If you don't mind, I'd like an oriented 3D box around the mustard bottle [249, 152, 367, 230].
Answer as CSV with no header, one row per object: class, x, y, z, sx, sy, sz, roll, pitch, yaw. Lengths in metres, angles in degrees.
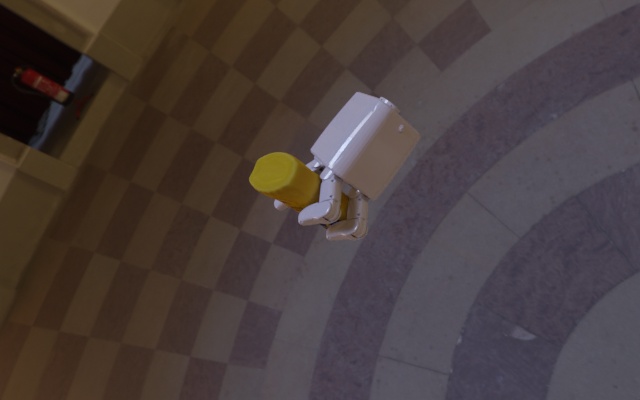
mustard bottle,0.000,0.002,0.660,0.192,0.058,0.096,32,-16,-38
